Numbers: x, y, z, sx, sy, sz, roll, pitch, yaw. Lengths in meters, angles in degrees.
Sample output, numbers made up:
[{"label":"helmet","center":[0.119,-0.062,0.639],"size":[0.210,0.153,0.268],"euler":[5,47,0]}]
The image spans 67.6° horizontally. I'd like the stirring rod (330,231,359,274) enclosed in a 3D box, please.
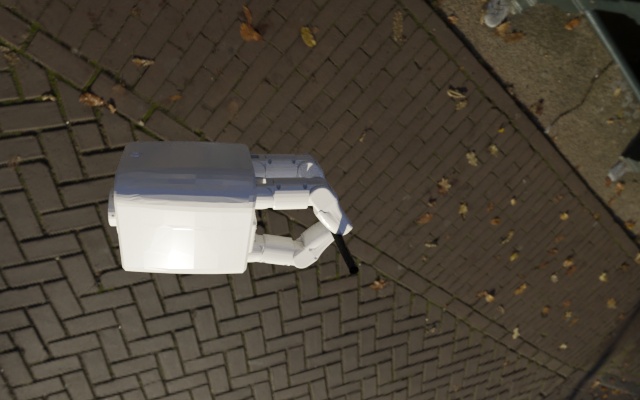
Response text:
[{"label":"stirring rod","center":[0.000,0.002,0.486],"size":[0.011,0.011,0.239],"euler":[0,27,-14]}]
